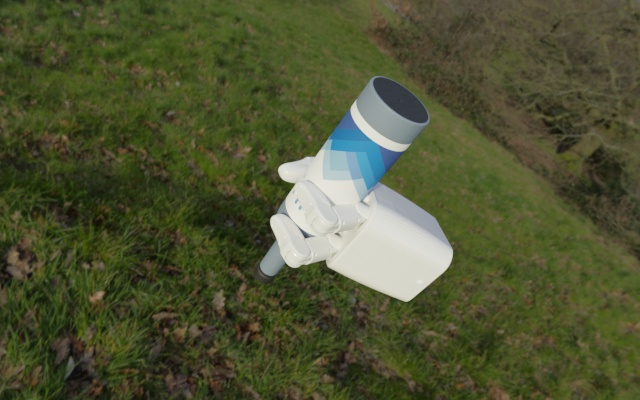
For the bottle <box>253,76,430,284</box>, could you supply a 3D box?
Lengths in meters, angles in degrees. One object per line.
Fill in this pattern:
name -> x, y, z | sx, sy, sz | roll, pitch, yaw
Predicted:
bottle -> 0.000, 0.001, 0.522 | 0.069, 0.069, 0.296 | 0, -39, -40
